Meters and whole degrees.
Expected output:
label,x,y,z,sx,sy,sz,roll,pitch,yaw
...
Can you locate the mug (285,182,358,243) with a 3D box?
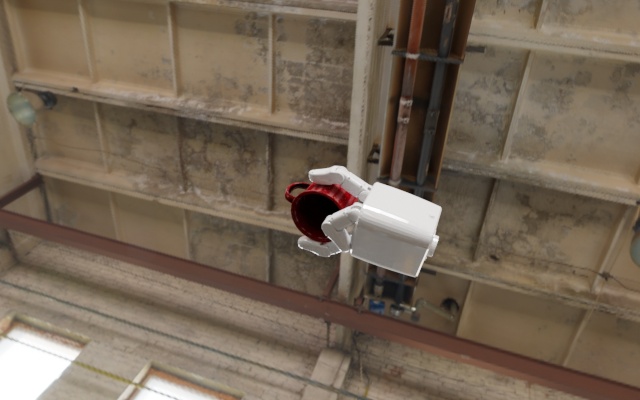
label,x,y,z,sx,sy,sz,roll,pitch,yaw
mug,-0.001,0.002,0.766,0.117,0.093,0.081,21,36,12
